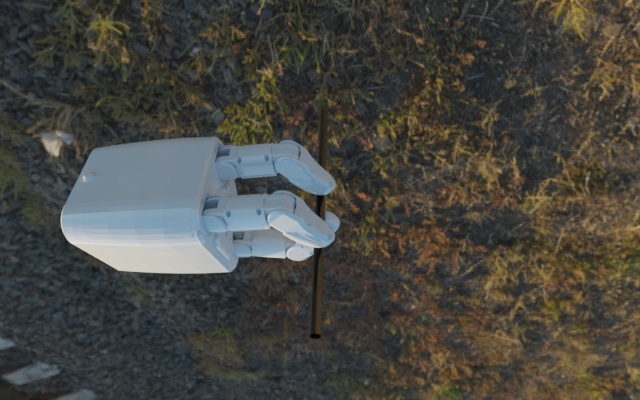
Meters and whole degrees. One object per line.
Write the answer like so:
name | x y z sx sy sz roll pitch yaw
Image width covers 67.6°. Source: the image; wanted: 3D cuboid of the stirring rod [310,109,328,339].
stirring rod | 0.000 0.001 0.401 0.011 0.239 0.011 1 -41 1
